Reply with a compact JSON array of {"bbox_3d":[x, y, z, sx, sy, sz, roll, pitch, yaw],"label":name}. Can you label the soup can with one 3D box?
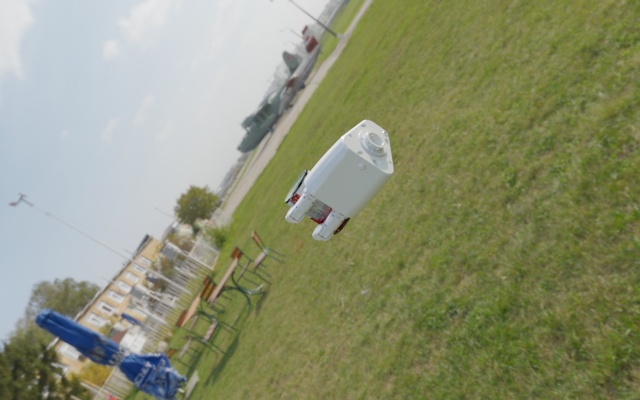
[{"bbox_3d":[0.000,0.003,0.803,0.102,0.068,0.068,33,-6,-10],"label":"soup can"}]
